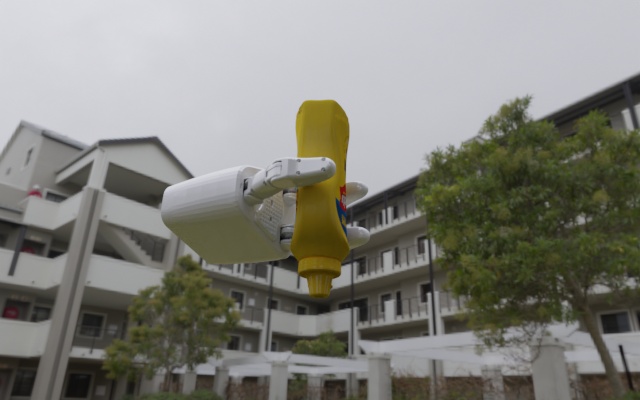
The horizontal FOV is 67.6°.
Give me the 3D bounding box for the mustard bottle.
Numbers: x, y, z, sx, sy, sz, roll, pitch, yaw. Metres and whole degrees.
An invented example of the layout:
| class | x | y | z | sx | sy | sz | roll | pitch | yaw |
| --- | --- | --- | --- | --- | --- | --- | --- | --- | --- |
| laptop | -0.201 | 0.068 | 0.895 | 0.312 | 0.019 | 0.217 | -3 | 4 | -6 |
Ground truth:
| class | x | y | z | sx | sy | sz | roll | pitch | yaw |
| --- | --- | --- | --- | --- | --- | --- | --- | --- | --- |
| mustard bottle | 0.000 | 0.001 | 0.481 | 0.058 | 0.191 | 0.096 | 0 | -23 | 4 |
